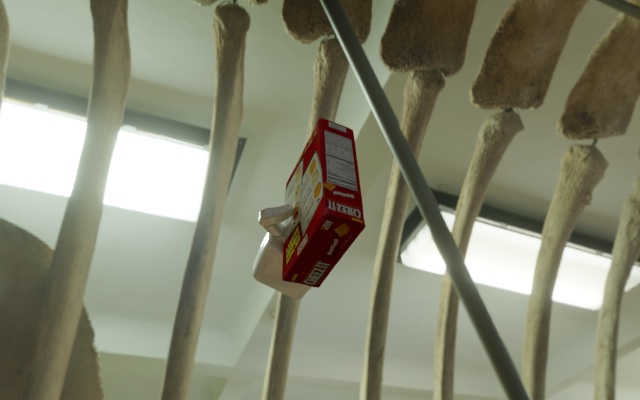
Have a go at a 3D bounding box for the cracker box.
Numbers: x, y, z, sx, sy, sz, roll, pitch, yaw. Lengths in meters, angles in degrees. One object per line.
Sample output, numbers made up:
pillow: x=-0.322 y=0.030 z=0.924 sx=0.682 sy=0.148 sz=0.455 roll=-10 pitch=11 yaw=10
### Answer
cracker box: x=0.000 y=0.002 z=0.754 sx=0.072 sy=0.213 sz=0.164 roll=15 pitch=-47 yaw=-18
